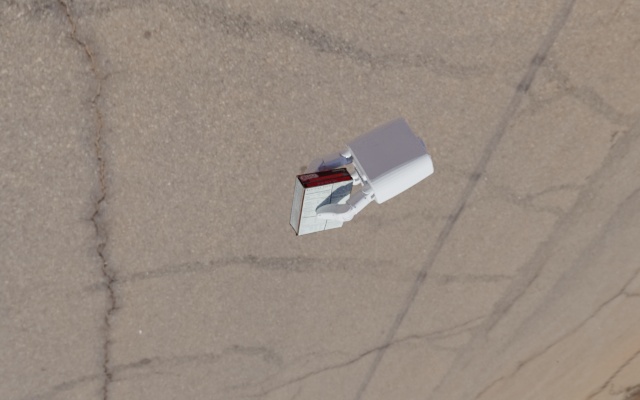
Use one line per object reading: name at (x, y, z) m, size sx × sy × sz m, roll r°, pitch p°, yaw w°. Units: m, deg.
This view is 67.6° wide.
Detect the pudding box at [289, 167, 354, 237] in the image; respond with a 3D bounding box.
pudding box at (0.000, 0.003, 0.796) m, size 0.090 × 0.114 × 0.039 m, roll -10°, pitch 44°, yaw -23°
